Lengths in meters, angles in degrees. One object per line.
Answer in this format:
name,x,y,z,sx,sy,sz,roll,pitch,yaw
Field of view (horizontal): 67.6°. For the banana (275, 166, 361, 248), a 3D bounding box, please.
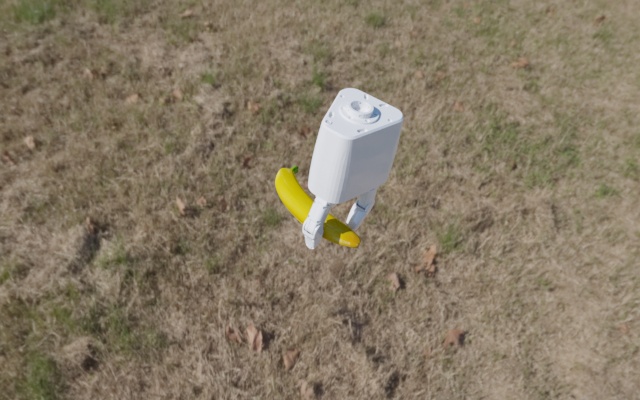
banana,-0.017,0.004,0.716,0.069,0.037,0.197,-15,47,-29
